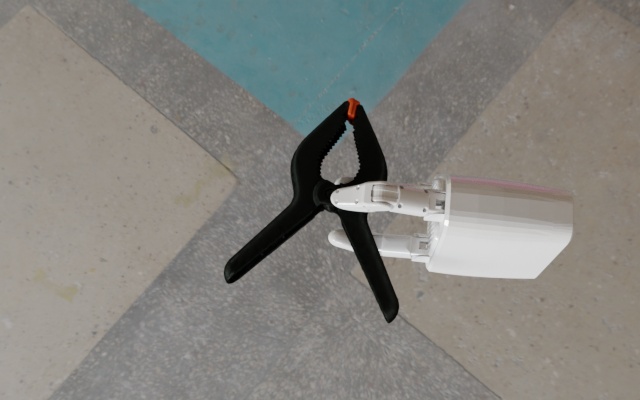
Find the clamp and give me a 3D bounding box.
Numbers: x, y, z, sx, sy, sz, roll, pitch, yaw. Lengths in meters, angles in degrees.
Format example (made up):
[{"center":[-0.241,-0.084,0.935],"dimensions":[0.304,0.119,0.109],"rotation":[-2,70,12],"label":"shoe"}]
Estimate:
[{"center":[0.000,0.001,0.458],"dimensions":[0.164,0.210,0.036],"rotation":[6,-13,5],"label":"clamp"}]
